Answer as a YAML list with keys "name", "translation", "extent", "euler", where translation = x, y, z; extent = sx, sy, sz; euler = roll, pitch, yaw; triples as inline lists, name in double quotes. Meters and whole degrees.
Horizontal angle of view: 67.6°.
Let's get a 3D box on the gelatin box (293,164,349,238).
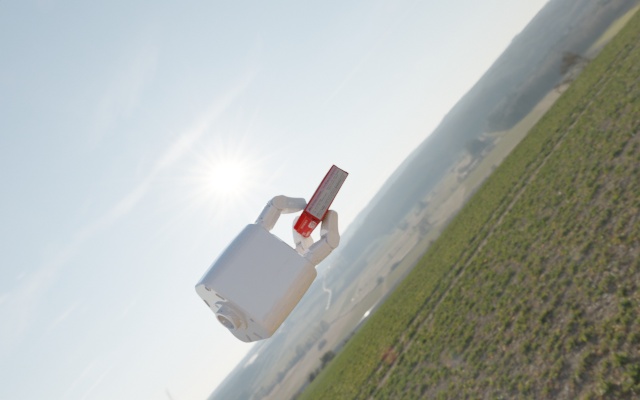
- name: "gelatin box"
  translation: [0.000, 0.002, 0.672]
  extent: [0.030, 0.089, 0.073]
  euler: [32, -25, -2]
